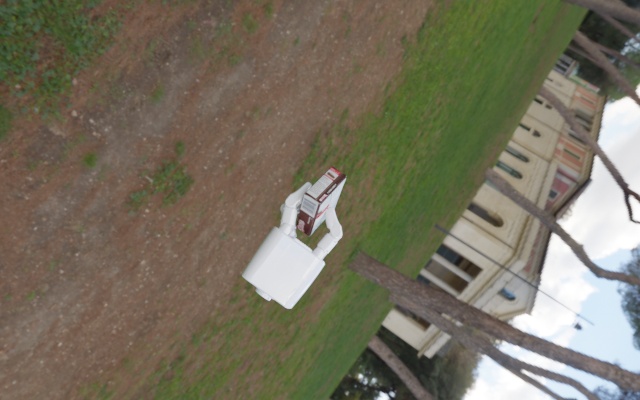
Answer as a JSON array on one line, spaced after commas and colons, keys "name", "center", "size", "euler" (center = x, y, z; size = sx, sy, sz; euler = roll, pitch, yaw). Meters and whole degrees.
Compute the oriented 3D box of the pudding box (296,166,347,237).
[{"name": "pudding box", "center": [0.000, 0.003, 0.890], "size": [0.039, 0.090, 0.114], "euler": [35, -35, 11]}]
